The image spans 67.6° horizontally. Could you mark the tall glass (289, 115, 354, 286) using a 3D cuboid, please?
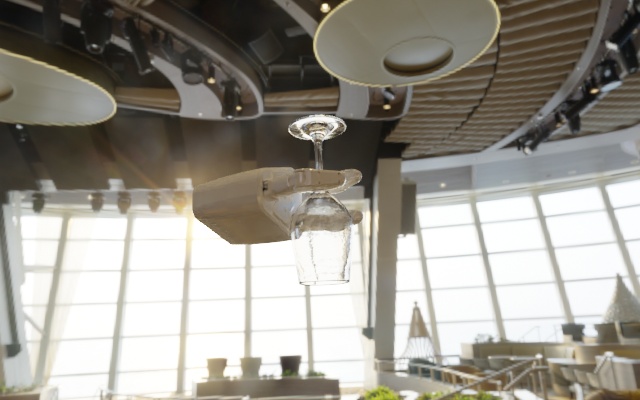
[{"bbox_3d":[0.000,0.001,0.589,0.079,0.201,0.079,-3,-15,-1],"label":"tall glass"}]
